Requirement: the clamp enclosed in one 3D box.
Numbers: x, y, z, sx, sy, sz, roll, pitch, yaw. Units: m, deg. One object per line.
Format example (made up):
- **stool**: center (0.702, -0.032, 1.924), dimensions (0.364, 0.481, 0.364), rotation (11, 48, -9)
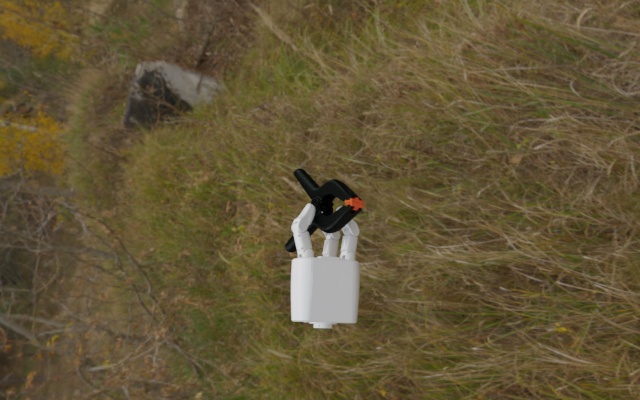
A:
- **clamp**: center (0.000, 0.003, 0.863), dimensions (0.036, 0.164, 0.210), rotation (11, -17, -34)
